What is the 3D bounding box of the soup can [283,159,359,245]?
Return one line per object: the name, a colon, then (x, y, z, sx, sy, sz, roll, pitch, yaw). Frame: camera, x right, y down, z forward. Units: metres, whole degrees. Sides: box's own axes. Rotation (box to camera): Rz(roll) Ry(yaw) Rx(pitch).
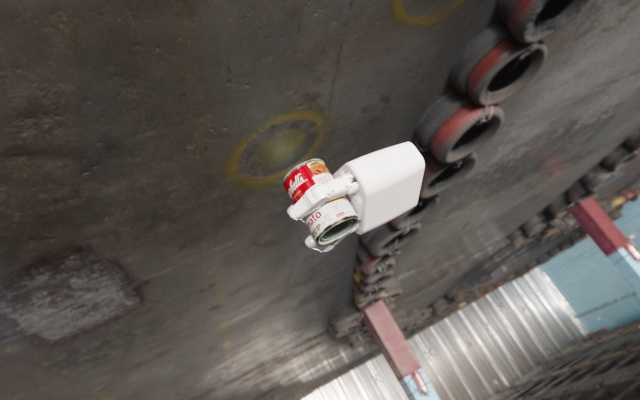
soup can: (0.000, 0.003, 0.669, 0.068, 0.102, 0.068, -27, -22, -11)
